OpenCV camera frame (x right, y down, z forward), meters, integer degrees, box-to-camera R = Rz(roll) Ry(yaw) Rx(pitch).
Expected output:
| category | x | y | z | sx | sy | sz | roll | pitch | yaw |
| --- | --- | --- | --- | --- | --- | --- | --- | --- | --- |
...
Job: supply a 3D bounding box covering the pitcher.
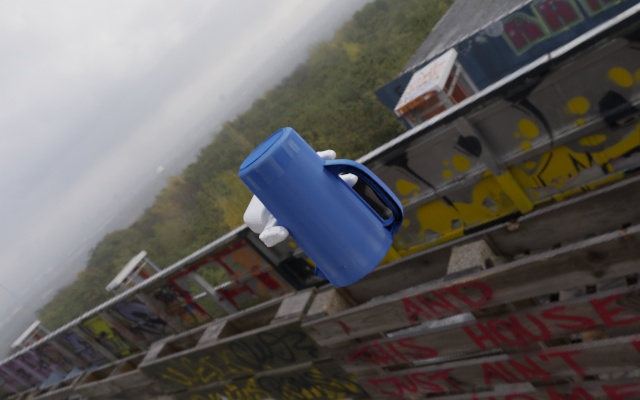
| category | x | y | z | sx | sy | sz | roll | pitch | yaw |
| --- | --- | --- | --- | --- | --- | --- | --- | --- | --- |
| pitcher | 0.000 | 0.002 | 0.736 | 0.243 | 0.149 | 0.145 | 47 | -21 | -17 |
